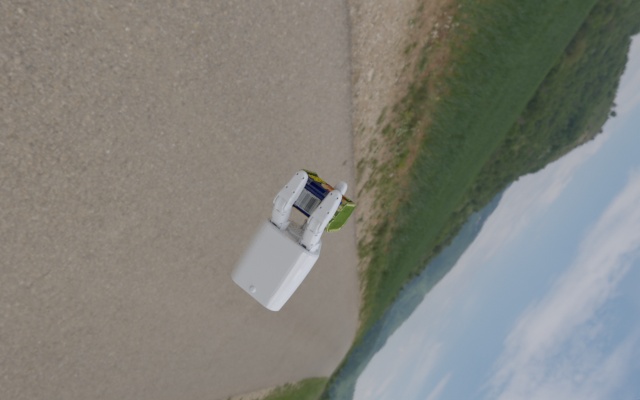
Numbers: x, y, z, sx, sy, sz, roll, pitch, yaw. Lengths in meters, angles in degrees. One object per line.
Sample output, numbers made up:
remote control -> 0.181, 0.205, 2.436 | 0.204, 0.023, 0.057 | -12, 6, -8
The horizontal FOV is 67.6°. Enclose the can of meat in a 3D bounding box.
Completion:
can of meat -> 0.000, 0.002, 0.707 | 0.084, 0.057, 0.102 | 36, 8, 13
